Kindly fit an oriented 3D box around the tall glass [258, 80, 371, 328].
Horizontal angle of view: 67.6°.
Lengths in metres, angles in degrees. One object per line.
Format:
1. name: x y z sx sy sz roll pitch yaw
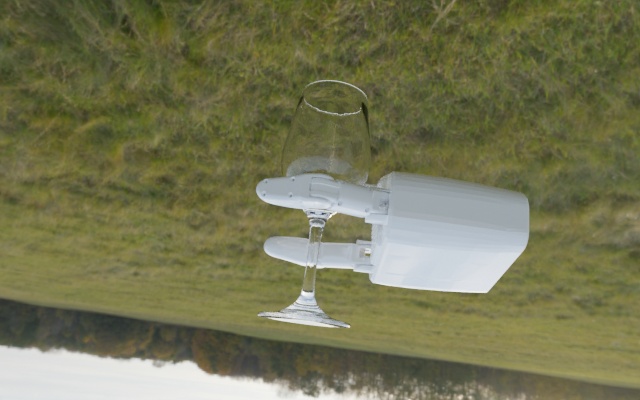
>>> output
1. tall glass: 0.000 0.002 0.406 0.079 0.201 0.079 7 -17 2
